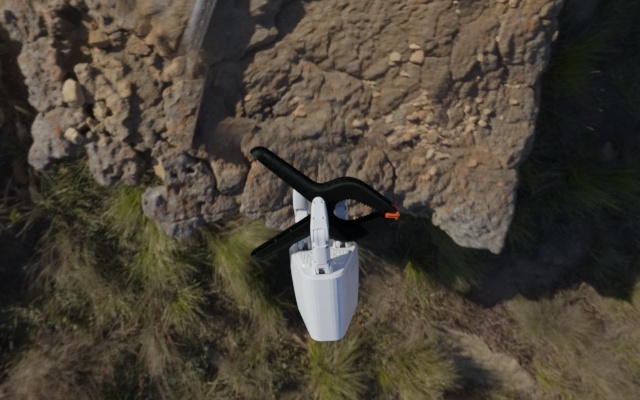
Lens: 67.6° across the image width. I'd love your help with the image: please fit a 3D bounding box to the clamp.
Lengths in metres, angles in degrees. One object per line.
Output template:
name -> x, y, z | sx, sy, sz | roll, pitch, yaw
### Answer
clamp -> 0.001, 0.003, 0.646 | 0.210, 0.165, 0.036 | -3, 23, 2
